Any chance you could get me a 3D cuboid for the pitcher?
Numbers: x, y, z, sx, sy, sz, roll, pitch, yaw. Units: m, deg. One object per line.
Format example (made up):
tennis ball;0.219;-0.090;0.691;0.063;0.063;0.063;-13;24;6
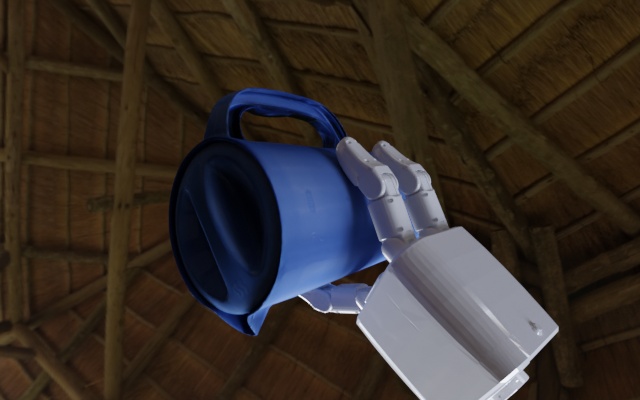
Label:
pitcher;0.000;0.002;0.431;0.243;0.149;0.145;-7;45;-49
